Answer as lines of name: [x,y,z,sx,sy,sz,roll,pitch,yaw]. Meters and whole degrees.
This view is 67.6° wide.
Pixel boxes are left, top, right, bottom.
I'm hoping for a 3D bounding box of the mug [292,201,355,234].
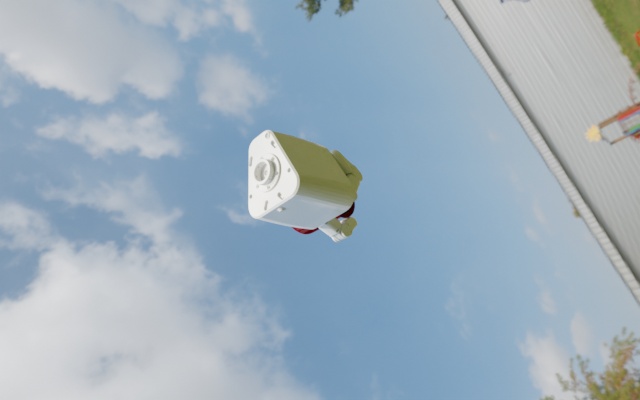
mug: [0.001,0.003,0.742,0.081,0.093,0.117,-31,-27,32]
